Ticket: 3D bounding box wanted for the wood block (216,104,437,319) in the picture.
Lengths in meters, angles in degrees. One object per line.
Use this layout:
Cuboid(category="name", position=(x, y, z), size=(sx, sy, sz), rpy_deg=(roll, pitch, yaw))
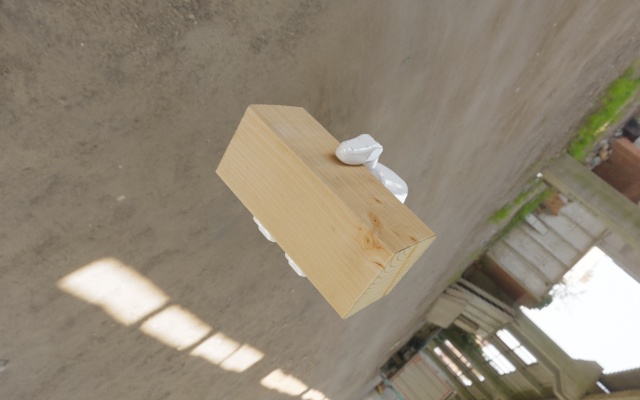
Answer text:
Cuboid(category="wood block", position=(0.001, 0.001, 0.482), size=(0.206, 0.091, 0.090), rpy_deg=(46, 30, 22))
